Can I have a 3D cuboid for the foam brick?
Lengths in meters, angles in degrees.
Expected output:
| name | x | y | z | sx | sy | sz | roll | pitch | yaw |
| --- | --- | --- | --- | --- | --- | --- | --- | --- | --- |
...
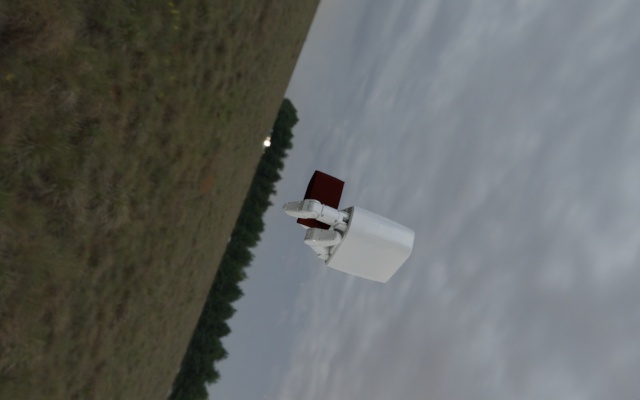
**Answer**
| name | x | y | z | sx | sy | sz | roll | pitch | yaw |
| --- | --- | --- | --- | --- | --- | --- | --- | --- | --- |
| foam brick | 0.000 | 0.002 | 0.763 | 0.051 | 0.078 | 0.053 | 19 | -26 | -7 |
